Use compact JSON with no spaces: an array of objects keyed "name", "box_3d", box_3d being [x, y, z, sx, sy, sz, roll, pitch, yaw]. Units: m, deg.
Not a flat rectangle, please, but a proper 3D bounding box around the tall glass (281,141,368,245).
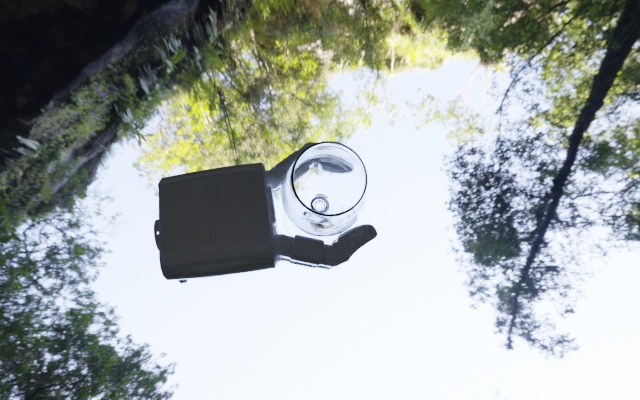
[{"name":"tall glass","box_3d":[0.000,0.002,0.476,0.079,0.079,0.201,0,-11,-5]}]
